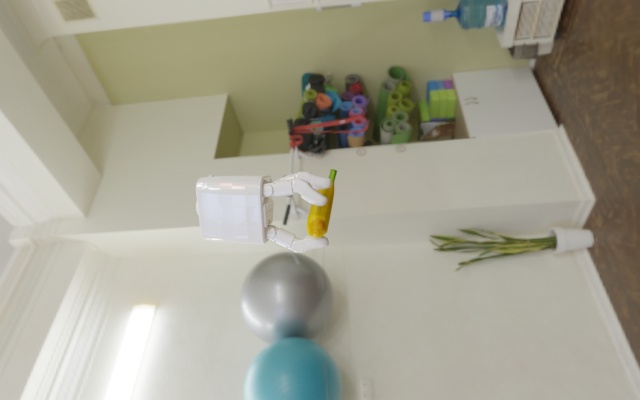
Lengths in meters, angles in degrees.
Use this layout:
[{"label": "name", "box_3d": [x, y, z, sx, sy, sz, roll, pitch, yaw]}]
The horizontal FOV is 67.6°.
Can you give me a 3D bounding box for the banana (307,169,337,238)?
[{"label": "banana", "box_3d": [-0.001, 0.017, 0.796, 0.037, 0.070, 0.197, 7, 30, 3]}]
